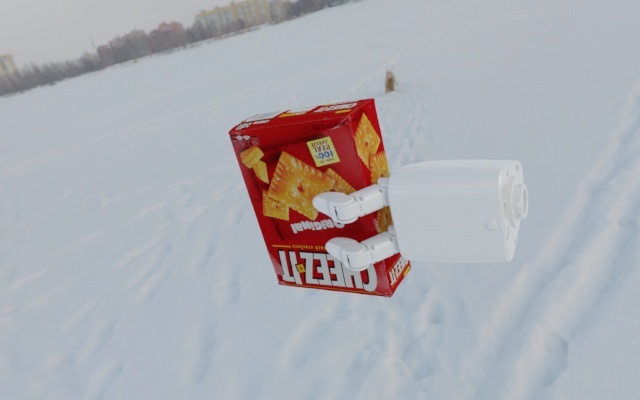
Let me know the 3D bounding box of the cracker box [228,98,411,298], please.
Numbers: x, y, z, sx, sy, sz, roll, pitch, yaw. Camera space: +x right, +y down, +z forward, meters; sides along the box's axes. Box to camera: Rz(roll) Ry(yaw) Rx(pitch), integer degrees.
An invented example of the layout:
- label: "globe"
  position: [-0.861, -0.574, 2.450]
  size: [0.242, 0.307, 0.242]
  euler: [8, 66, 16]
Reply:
- label: "cracker box"
  position: [0.000, 0.002, 0.554]
  size: [0.164, 0.214, 0.072]
  euler: [0, 26, 34]
